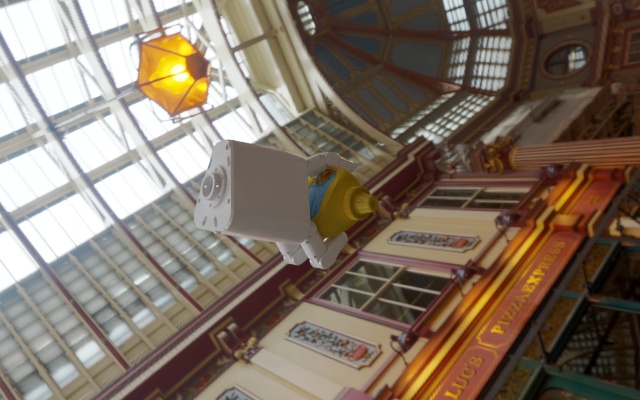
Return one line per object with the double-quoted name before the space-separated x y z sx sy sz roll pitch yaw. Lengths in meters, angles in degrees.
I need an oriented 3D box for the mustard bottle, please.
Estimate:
"mustard bottle" 0.000 0.002 0.627 0.191 0.096 0.058 1 -33 50
